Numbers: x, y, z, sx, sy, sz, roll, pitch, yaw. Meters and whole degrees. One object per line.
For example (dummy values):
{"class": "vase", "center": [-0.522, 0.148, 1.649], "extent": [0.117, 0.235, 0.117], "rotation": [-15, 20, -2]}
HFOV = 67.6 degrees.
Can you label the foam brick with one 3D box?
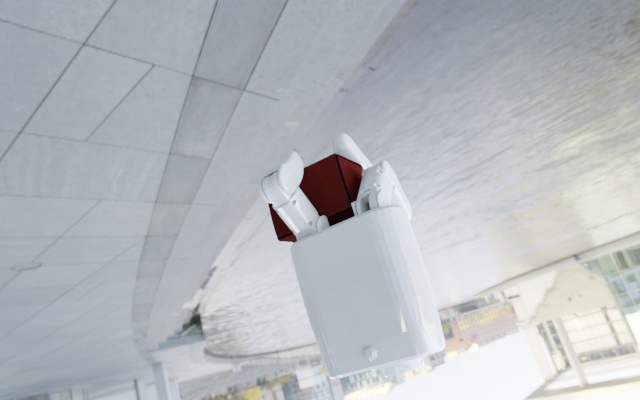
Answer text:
{"class": "foam brick", "center": [0.000, 0.001, 0.418], "extent": [0.078, 0.051, 0.053], "rotation": [-24, -19, 26]}
